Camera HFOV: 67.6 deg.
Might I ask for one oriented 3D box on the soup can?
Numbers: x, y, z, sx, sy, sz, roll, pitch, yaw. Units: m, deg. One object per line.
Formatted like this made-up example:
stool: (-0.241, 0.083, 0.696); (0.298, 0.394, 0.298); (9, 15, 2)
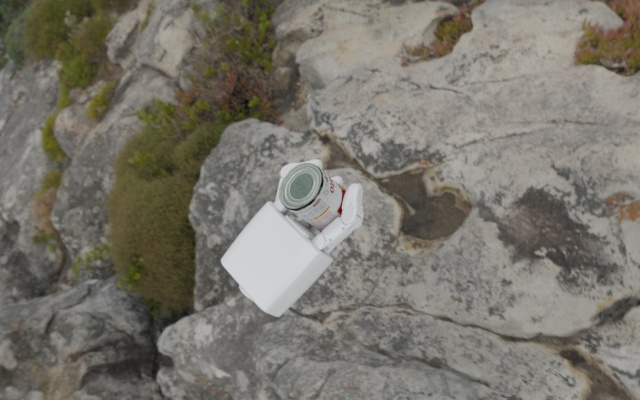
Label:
soup can: (0.000, 0.002, 0.633); (0.068, 0.068, 0.102); (0, -25, 35)
